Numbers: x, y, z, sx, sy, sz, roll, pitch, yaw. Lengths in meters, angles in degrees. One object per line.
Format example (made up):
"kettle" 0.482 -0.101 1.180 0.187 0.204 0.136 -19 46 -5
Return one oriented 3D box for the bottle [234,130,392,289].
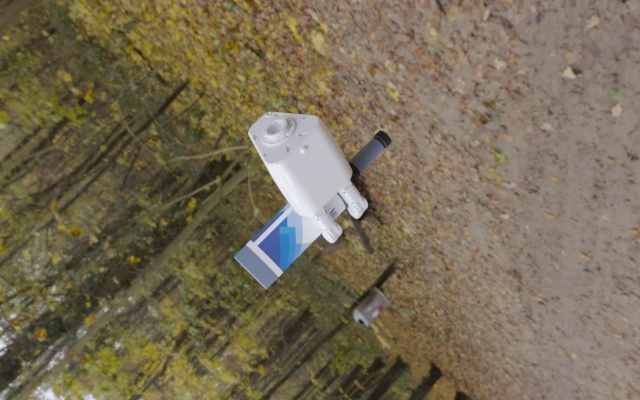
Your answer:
"bottle" 0.000 0.003 0.718 0.295 0.069 0.069 -45 11 -12
